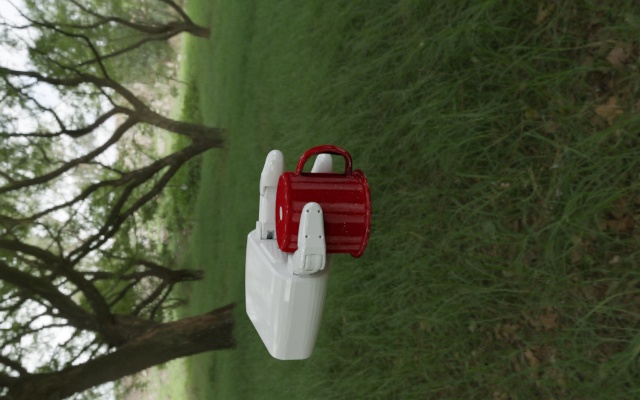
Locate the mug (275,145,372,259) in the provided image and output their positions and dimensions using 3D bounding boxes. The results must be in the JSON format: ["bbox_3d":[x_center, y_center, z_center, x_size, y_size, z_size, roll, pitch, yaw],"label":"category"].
[{"bbox_3d":[0.000,0.000,0.481,0.081,0.117,0.093,1,23,-13],"label":"mug"}]
